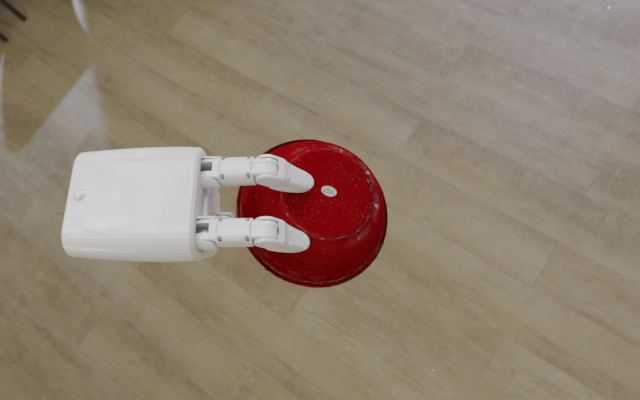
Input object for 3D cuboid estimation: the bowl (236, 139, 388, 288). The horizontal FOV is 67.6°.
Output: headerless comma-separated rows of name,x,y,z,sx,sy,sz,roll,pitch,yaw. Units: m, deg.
bowl,0.001,0.001,0.472,0.162,0.162,0.055,0,-19,-15
